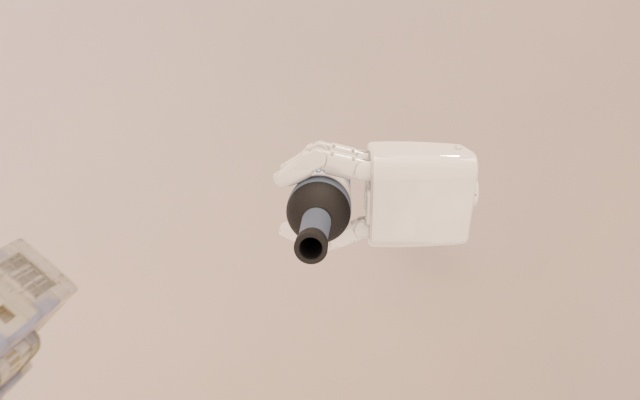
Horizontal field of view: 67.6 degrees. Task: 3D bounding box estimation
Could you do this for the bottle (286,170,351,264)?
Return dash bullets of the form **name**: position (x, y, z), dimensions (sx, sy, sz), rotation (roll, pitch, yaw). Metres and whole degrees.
- **bottle**: position (0.000, 0.002, 0.522), dimensions (0.069, 0.069, 0.295), rotation (0, 14, 3)
